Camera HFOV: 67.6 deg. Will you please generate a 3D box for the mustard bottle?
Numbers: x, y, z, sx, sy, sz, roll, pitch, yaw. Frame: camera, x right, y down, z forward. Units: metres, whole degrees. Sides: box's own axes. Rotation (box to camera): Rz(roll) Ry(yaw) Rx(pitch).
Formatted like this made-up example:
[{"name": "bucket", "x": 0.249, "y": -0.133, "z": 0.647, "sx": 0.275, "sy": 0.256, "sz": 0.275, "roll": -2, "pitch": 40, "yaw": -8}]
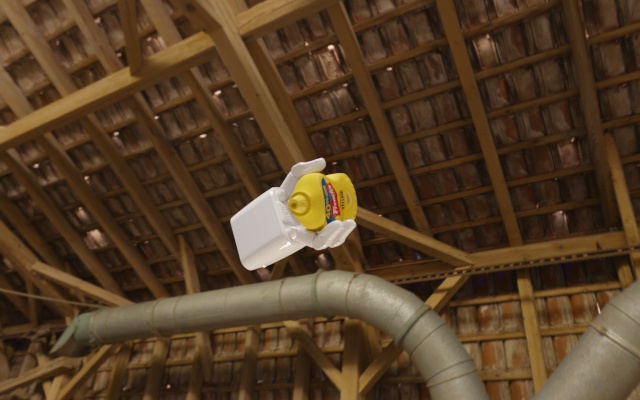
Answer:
[{"name": "mustard bottle", "x": 0.001, "y": 0.002, "z": 0.797, "sx": 0.058, "sy": 0.096, "sz": 0.191, "roll": -6, "pitch": 0, "yaw": 26}]
